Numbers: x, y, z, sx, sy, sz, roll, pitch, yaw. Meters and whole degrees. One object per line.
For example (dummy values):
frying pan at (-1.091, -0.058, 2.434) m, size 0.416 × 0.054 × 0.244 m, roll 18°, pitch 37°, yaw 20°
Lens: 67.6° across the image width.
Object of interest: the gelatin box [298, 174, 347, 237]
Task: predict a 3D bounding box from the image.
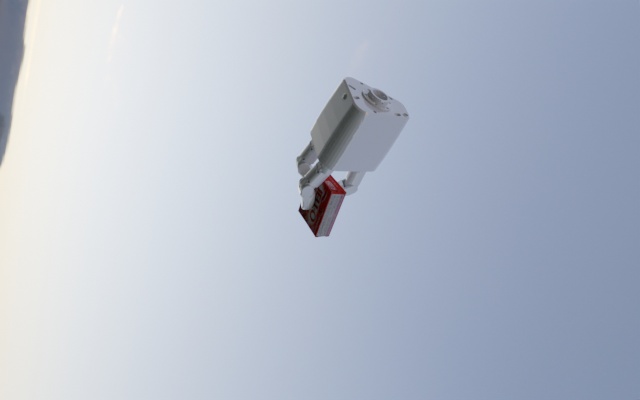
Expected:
gelatin box at (0.000, 0.003, 0.769) m, size 0.030 × 0.089 × 0.073 m, roll 1°, pitch 34°, yaw -31°
